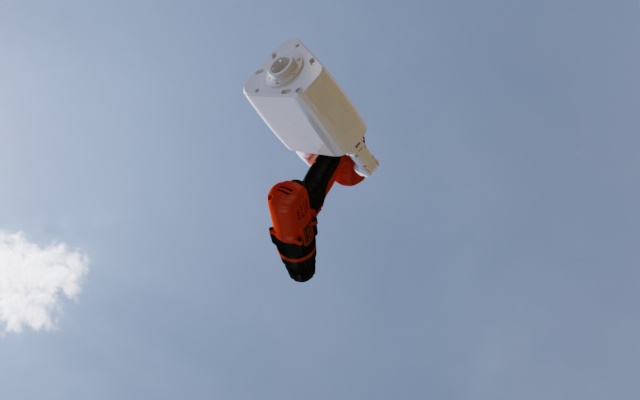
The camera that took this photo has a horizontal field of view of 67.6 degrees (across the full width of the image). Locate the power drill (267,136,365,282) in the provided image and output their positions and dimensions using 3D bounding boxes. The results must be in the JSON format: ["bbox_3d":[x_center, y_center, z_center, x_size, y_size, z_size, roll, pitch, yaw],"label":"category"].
[{"bbox_3d":[0.000,0.002,0.652,0.057,0.187,0.185,19,-36,20],"label":"power drill"}]
